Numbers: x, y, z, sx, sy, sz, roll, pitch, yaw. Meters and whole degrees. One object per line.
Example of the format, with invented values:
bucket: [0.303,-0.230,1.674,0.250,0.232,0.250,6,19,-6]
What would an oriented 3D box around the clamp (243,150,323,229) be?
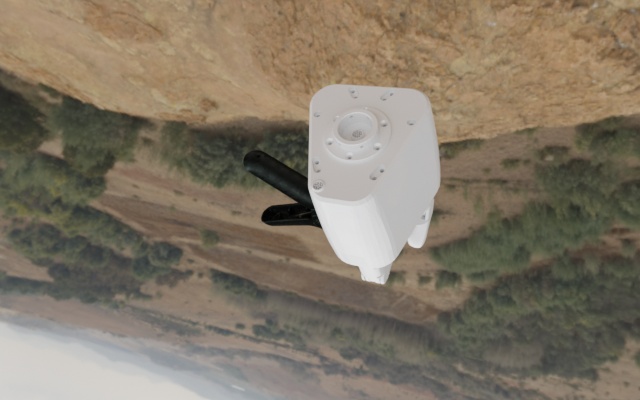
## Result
clamp: [0.000,0.002,0.486,0.171,0.039,0.120,9,-27,20]
